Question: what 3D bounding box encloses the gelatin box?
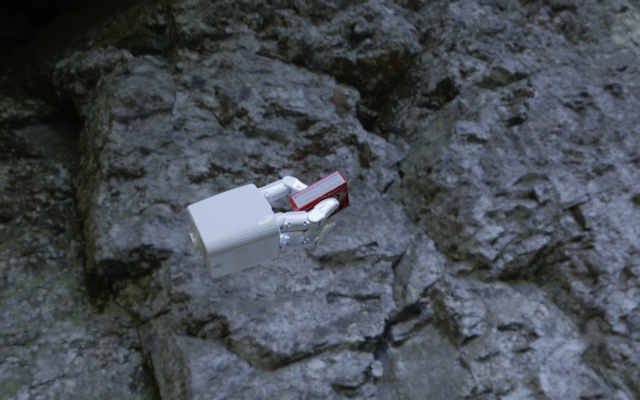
[{"bbox_3d":[0.000,0.002,0.735,0.089,0.030,0.073,-30,-29,-10],"label":"gelatin box"}]
